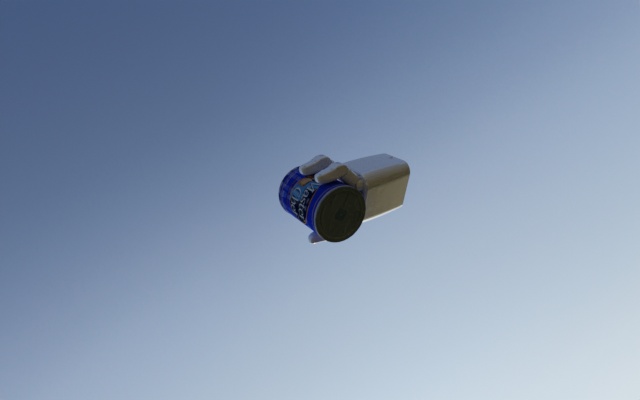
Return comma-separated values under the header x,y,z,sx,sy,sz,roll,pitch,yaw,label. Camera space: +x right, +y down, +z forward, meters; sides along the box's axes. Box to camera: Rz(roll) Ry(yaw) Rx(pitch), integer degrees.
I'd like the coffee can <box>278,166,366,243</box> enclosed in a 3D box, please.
x,y,z,sx,sy,sz,roll,pitch,yaw,label
0.000,0.003,0.866,0.103,0.103,0.140,0,19,-33,coffee can
